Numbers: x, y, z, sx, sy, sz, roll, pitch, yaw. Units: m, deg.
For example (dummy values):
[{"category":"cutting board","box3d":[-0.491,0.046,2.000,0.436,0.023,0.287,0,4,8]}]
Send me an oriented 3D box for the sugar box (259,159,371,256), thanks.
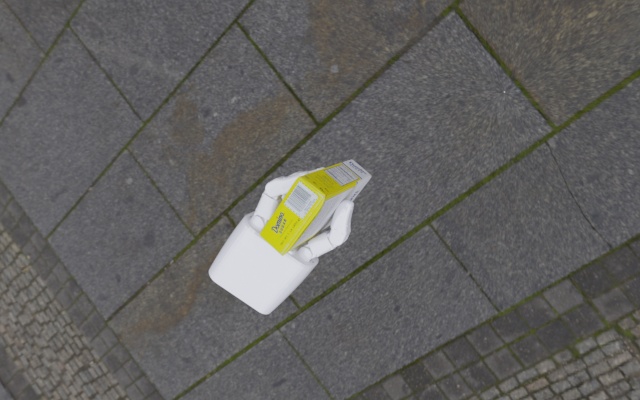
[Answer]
[{"category":"sugar box","box3d":[0.000,0.002,0.614,0.048,0.093,0.176,40,22,8]}]
